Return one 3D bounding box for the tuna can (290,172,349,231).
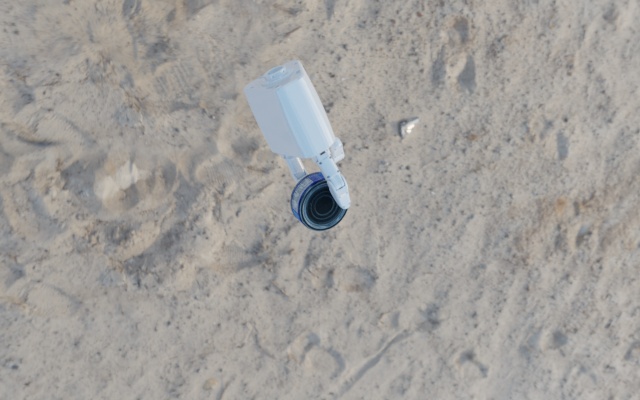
[{"bbox_3d":[0.000,0.003,0.718,0.086,0.086,0.033,0,21,-28],"label":"tuna can"}]
